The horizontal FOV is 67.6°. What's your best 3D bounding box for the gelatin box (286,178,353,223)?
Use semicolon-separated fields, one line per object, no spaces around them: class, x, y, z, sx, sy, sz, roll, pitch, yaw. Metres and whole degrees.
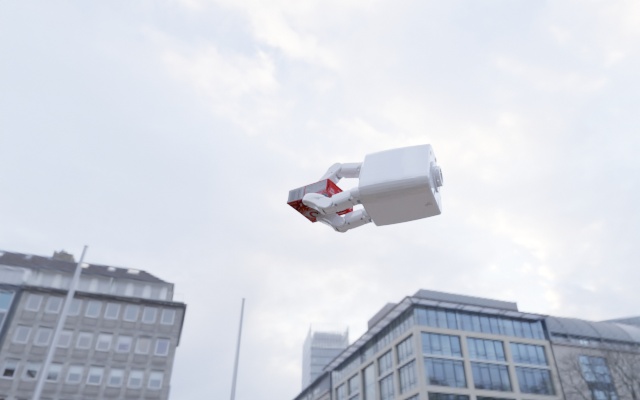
gelatin box;0.000;0.002;0.797;0.089;0.030;0.073;-16;-39;35
